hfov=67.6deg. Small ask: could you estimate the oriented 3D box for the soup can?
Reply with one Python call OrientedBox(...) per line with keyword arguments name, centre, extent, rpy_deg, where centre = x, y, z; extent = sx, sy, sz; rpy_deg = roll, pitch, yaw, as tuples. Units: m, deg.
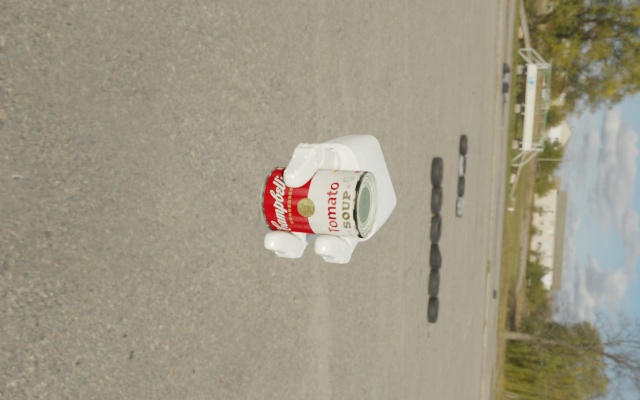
OrientedBox(name="soup can", centre=(0.000, 0.002, 0.481), extent=(0.102, 0.068, 0.068), rpy_deg=(4, 2, 24))
